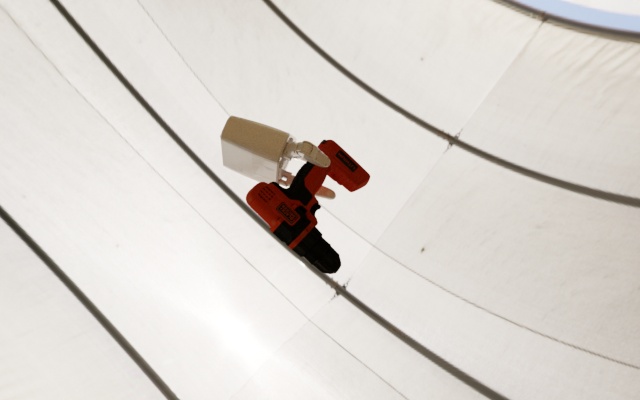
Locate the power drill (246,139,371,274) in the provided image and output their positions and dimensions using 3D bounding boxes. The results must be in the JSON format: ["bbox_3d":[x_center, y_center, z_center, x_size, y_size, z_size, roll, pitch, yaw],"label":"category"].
[{"bbox_3d":[0.000,0.002,0.772,0.187,0.184,0.057,-47,2,-33],"label":"power drill"}]
